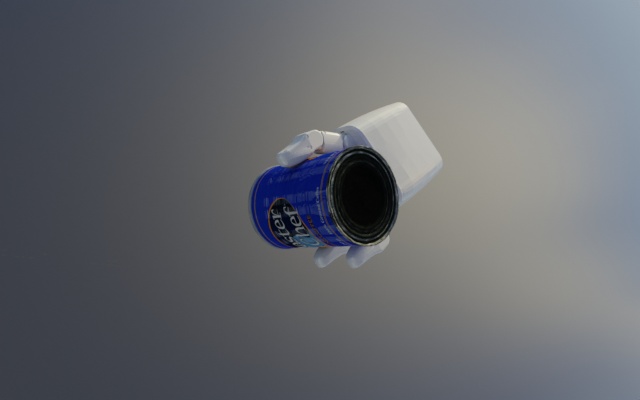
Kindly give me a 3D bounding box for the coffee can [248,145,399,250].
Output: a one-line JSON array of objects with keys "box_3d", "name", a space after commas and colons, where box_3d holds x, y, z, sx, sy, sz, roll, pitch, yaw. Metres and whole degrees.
[{"box_3d": [0.000, 0.002, 0.529, 0.103, 0.103, 0.140, 0, -5, -41], "name": "coffee can"}]
